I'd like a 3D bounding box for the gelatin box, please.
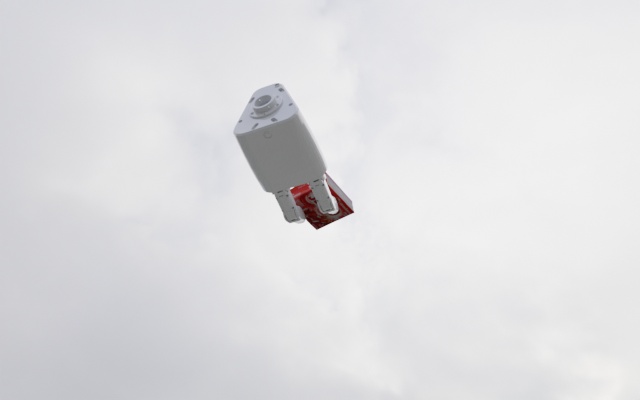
[{"bbox_3d":[0.000,0.002,0.754,0.073,0.030,0.089,-26,-46,20],"label":"gelatin box"}]
